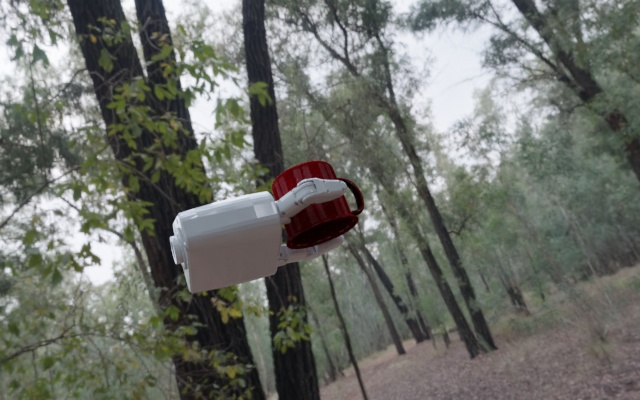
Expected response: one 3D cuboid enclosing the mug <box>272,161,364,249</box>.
[{"bbox_3d":[0.001,0.001,0.592,0.117,0.081,0.093,-13,-20,-23],"label":"mug"}]
